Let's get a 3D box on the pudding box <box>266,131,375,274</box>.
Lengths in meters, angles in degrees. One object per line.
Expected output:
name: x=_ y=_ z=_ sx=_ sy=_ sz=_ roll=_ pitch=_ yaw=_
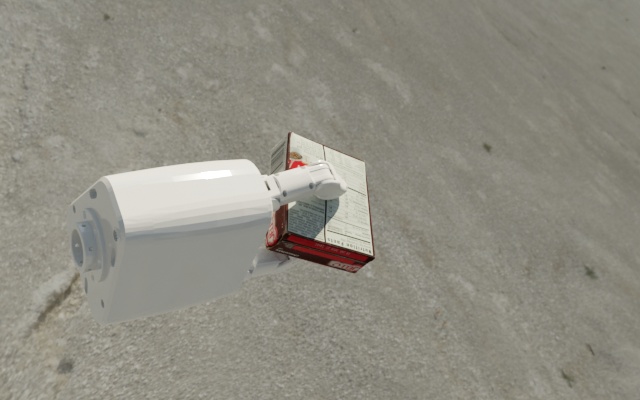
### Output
pudding box: x=0.000 y=0.001 z=0.430 sx=0.090 sy=0.113 sz=0.039 roll=20 pitch=-39 yaw=-27
